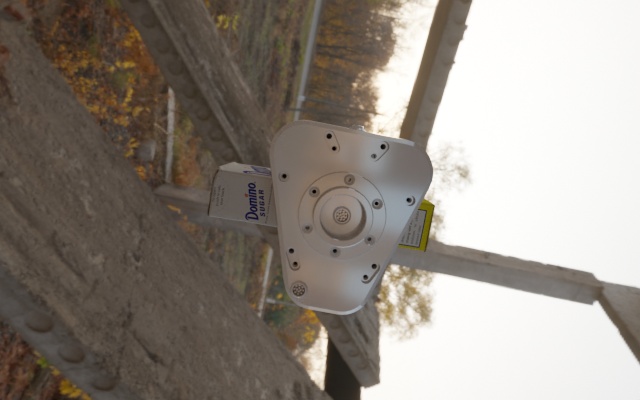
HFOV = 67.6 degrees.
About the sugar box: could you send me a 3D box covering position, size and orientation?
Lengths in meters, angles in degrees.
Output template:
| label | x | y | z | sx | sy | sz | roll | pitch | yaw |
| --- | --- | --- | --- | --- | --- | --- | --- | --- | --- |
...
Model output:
| label | x | y | z | sx | sy | sz | roll | pitch | yaw |
| --- | --- | --- | --- | --- | --- | --- | --- | --- | --- |
| sugar box | 0.000 | 0.001 | 0.416 | 0.176 | 0.048 | 0.093 | 12 | 7 | -3 |
